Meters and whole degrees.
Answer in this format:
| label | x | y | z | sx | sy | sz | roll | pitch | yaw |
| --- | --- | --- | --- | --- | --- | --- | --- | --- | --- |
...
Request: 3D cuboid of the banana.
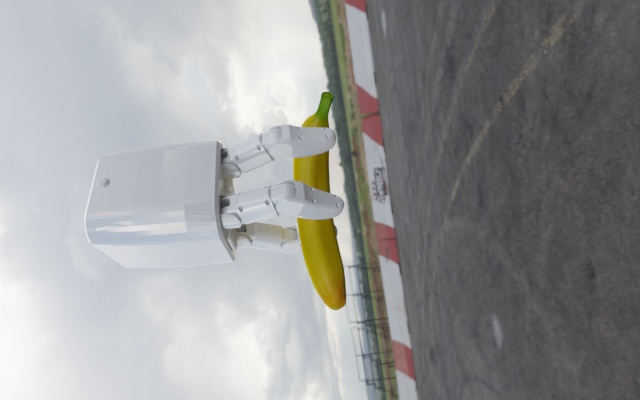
| label | x | y | z | sx | sy | sz | roll | pitch | yaw |
| --- | --- | --- | --- | --- | --- | --- | --- | --- | --- |
| banana | -0.003 | 0.003 | 0.445 | 0.037 | 0.197 | 0.070 | -2 | -14 | -11 |
